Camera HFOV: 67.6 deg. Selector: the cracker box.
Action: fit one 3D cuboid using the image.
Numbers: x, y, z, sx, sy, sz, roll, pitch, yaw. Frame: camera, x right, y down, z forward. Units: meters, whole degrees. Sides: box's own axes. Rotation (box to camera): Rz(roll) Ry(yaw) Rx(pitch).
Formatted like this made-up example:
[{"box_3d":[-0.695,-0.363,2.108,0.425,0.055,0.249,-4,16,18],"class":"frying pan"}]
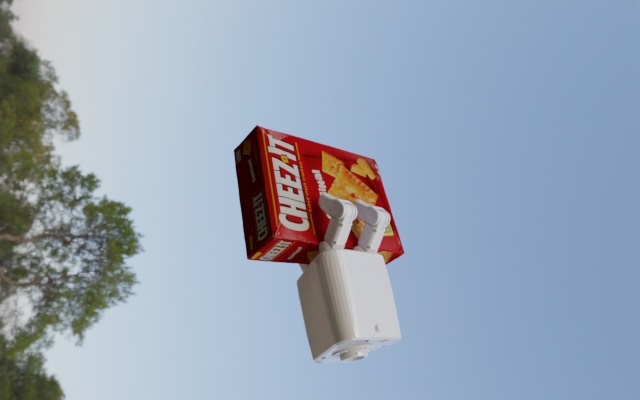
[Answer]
[{"box_3d":[0.000,0.002,0.645,0.214,0.164,0.072,11,-37,-37],"class":"cracker box"}]
